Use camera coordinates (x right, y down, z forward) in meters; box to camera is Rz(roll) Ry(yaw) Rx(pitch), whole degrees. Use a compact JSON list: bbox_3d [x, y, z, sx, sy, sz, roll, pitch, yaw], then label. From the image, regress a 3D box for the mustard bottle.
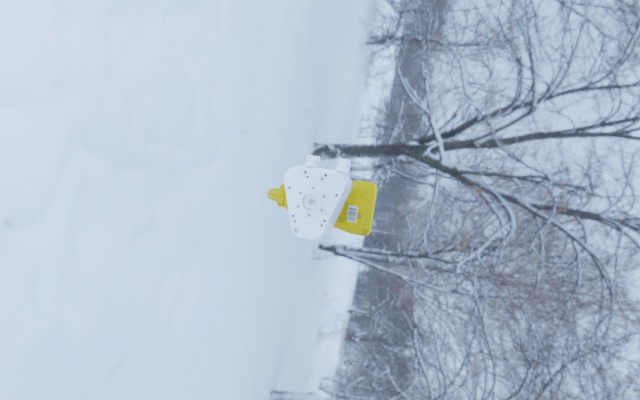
[{"bbox_3d":[0.000,0.003,0.850,0.191,0.096,0.058,9,29,7],"label":"mustard bottle"}]
